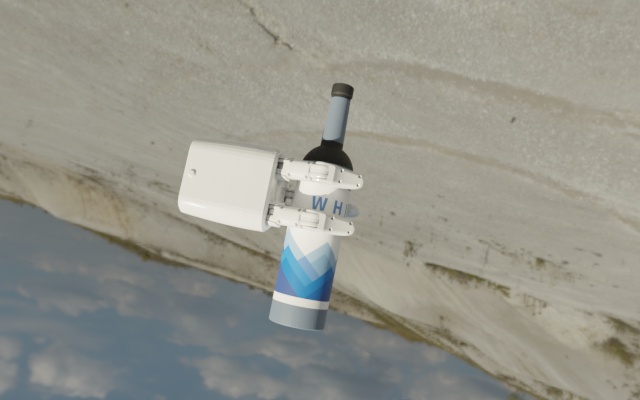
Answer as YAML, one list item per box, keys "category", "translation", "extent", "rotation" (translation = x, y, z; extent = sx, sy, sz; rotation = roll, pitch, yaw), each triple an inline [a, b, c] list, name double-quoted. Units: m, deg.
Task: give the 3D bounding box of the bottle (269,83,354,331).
- category: "bottle"
  translation: [0.000, 0.002, 0.579]
  extent: [0.069, 0.295, 0.069]
  rotation: [11, -6, 1]
